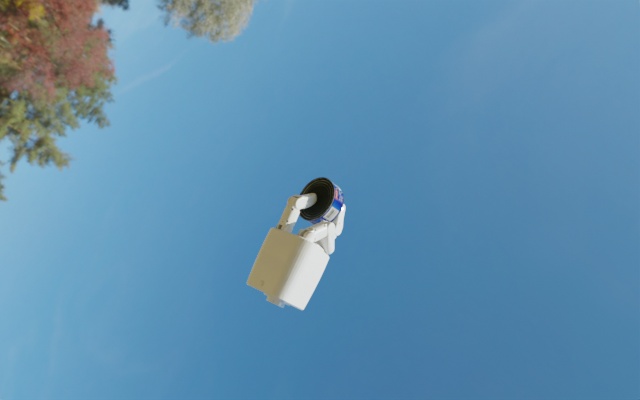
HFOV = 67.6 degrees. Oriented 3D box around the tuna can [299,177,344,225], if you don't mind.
[{"bbox_3d":[0.001,0.003,0.874,0.086,0.086,0.034,0,-24,41],"label":"tuna can"}]
